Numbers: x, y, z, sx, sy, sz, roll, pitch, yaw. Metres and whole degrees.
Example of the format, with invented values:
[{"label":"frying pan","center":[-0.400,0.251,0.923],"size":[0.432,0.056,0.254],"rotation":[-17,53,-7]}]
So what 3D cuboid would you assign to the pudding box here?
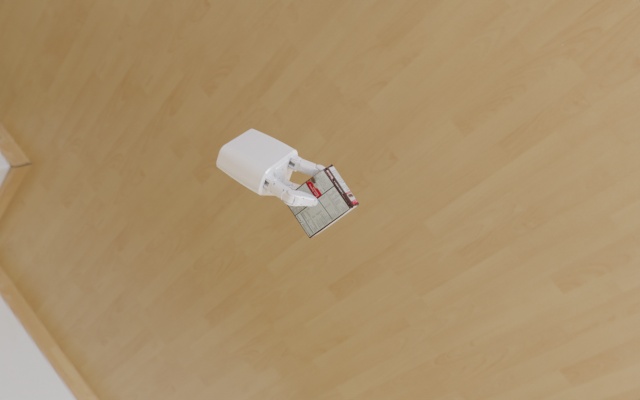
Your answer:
[{"label":"pudding box","center":[0.000,0.003,0.868],"size":[0.113,0.090,0.039],"rotation":[-37,-4,32]}]
